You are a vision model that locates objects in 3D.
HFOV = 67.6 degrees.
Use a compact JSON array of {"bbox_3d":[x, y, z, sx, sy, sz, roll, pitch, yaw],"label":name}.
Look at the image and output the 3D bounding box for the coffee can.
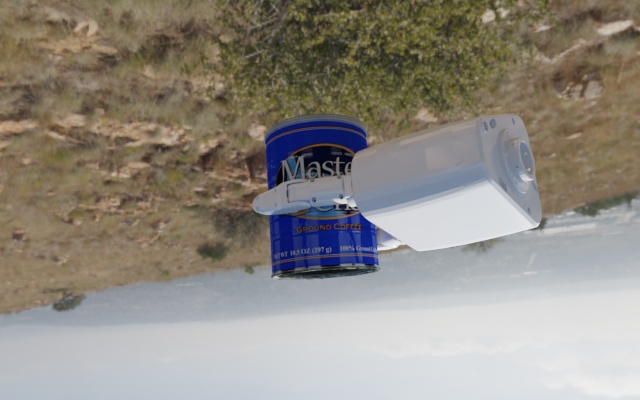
[{"bbox_3d":[0.000,0.001,0.462,0.103,0.140,0.103,-4,-13,-1],"label":"coffee can"}]
